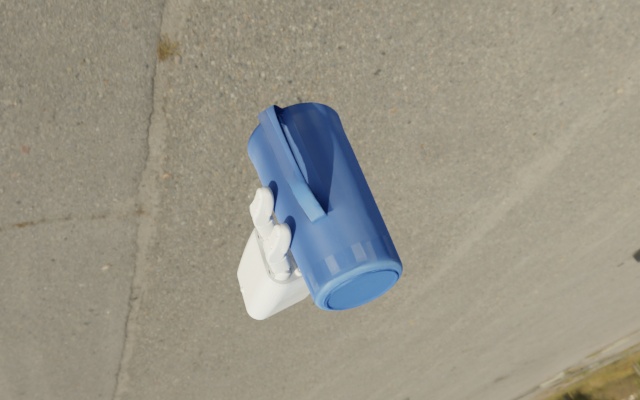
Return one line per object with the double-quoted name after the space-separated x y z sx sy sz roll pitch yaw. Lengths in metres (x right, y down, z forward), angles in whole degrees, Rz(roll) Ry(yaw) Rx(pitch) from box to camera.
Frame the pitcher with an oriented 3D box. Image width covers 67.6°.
0.000 0.002 0.583 0.149 0.242 0.145 -3 -36 -30 "pitcher"
